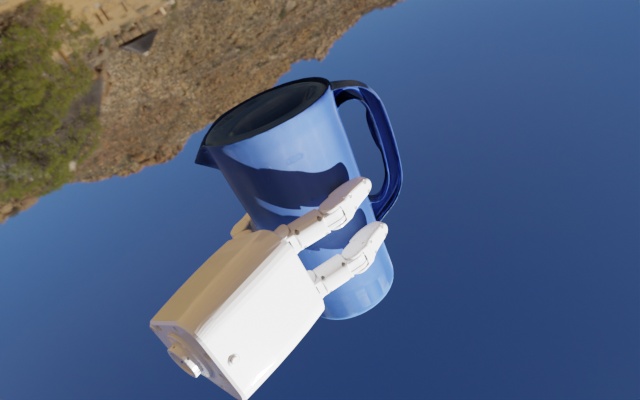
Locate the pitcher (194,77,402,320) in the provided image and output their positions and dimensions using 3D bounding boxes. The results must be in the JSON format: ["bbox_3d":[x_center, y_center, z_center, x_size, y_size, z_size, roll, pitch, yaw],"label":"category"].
[{"bbox_3d":[0.000,0.002,0.499,0.149,0.243,0.145,3,39,43],"label":"pitcher"}]
